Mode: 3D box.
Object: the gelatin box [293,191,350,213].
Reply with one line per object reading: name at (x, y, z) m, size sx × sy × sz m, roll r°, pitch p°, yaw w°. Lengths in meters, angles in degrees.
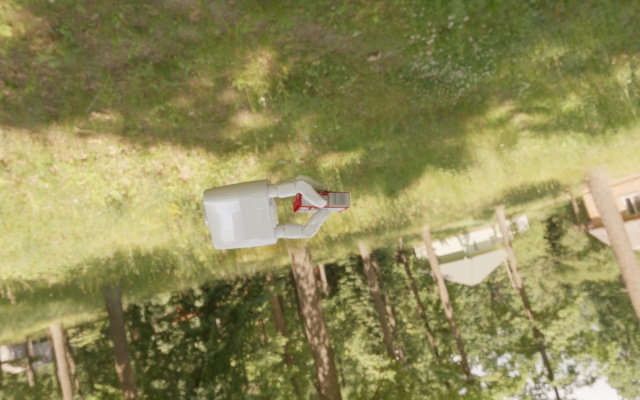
gelatin box at (0.000, 0.003, 0.837) m, size 0.089 × 0.030 × 0.073 m, roll 1°, pitch -8°, yaw -11°
